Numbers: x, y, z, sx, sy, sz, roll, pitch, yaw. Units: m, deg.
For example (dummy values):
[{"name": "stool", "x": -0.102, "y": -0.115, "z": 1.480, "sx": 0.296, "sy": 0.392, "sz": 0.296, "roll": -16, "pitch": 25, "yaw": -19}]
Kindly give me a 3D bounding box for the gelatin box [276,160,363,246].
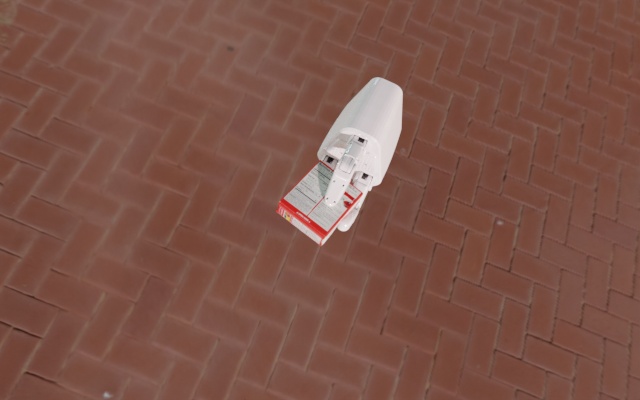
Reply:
[{"name": "gelatin box", "x": 0.000, "y": 0.002, "z": 0.606, "sx": 0.073, "sy": 0.089, "sz": 0.030, "roll": 37, "pitch": -31, "yaw": 9}]
